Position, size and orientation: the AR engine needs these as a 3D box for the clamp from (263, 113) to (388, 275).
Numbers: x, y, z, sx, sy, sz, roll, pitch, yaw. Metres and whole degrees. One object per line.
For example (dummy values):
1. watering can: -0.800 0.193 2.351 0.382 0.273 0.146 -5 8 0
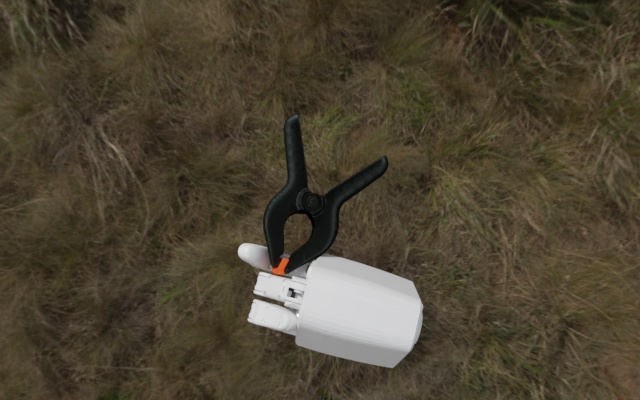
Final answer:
1. clamp: 0.000 0.002 0.504 0.120 0.171 0.039 15 -9 1
